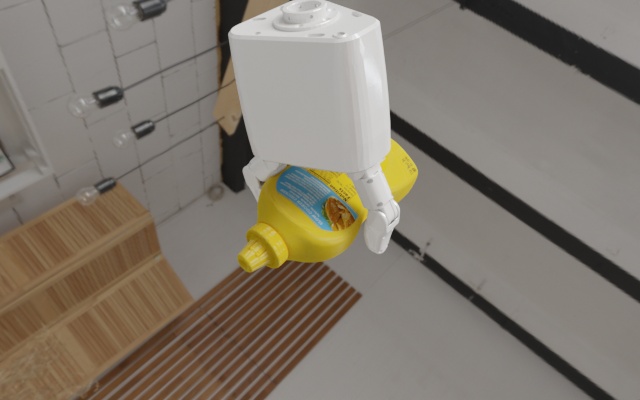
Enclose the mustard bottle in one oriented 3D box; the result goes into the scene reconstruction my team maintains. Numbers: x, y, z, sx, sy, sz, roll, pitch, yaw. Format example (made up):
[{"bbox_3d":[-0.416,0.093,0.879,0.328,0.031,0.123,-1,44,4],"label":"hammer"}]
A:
[{"bbox_3d":[0.000,0.002,0.443,0.191,0.096,0.058,-39,-19,-32],"label":"mustard bottle"}]
